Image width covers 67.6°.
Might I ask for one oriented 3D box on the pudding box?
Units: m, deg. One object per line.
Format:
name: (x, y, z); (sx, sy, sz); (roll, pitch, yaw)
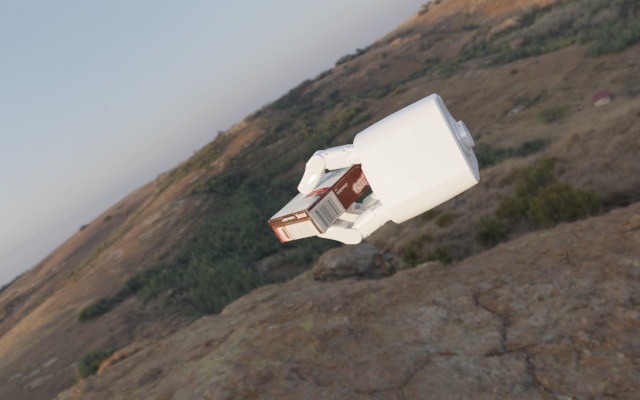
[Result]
pudding box: (0.000, 0.002, 0.608); (0.113, 0.039, 0.090); (-42, 15, -36)
